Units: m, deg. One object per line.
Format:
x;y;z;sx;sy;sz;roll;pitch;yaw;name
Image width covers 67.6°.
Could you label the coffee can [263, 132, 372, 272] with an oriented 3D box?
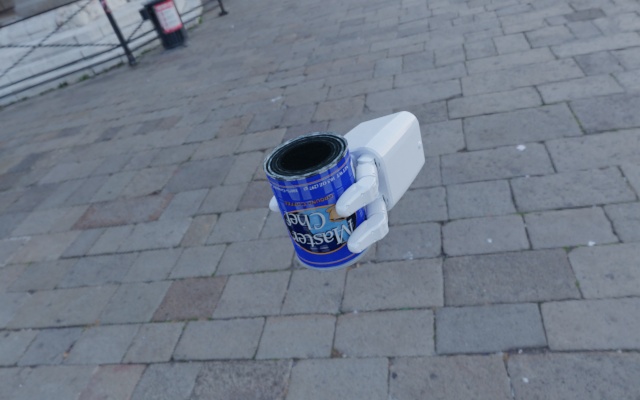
0.000;0.002;0.588;0.103;0.140;0.102;-13;33;8;coffee can
